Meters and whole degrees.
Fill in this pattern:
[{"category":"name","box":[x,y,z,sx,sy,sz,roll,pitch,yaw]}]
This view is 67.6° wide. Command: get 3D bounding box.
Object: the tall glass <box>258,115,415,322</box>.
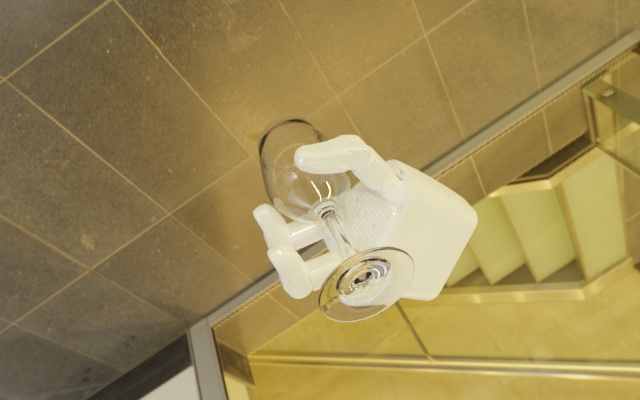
[{"category":"tall glass","box":[0.000,0.002,0.407,0.079,0.079,0.201,0,37,-25]}]
